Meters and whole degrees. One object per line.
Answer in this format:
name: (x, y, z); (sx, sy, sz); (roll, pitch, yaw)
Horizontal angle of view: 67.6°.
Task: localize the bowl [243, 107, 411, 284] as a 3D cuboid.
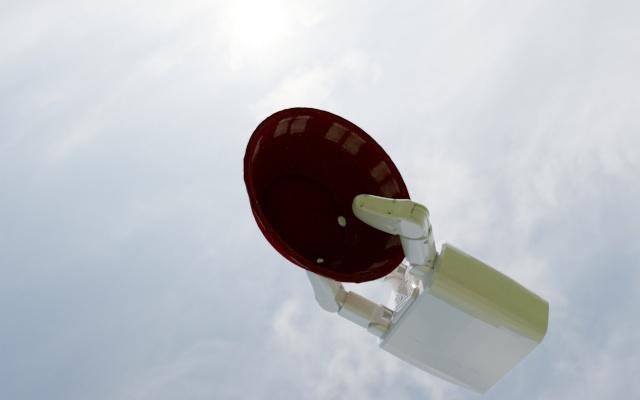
bowl: (-0.001, 0.001, 0.408); (0.162, 0.162, 0.055); (0, -27, -34)
